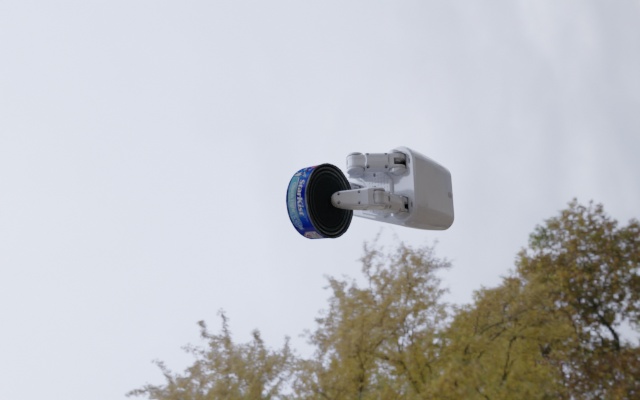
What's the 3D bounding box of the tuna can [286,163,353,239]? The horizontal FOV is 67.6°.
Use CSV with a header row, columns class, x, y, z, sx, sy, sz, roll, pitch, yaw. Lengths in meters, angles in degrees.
class,x,y,z,sx,sy,sz,roll,pitch,yaw
tuna can,0.000,0.002,0.546,0.034,0.086,0.086,-7,-5,39
